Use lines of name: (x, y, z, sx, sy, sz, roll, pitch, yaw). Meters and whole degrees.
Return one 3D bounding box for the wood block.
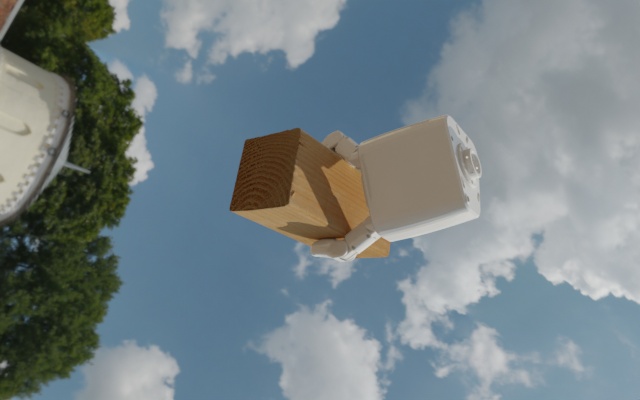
wood block: (0.000, 0.002, 0.589, 0.090, 0.090, 0.206, -6, -24, 38)
